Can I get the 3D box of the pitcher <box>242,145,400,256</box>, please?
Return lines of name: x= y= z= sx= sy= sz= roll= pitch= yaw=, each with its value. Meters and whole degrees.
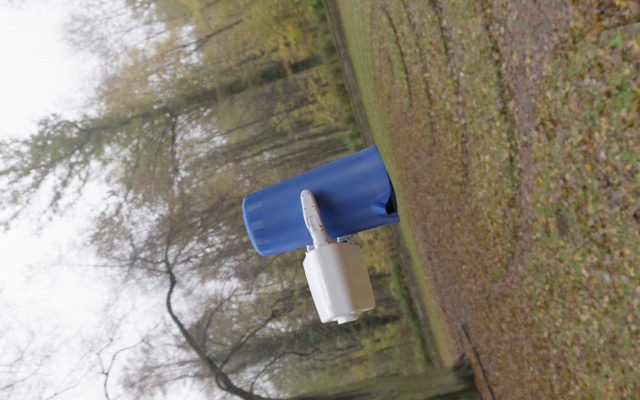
pitcher: x=0.000 y=0.003 z=0.798 sx=0.243 sy=0.145 sz=0.149 roll=-18 pitch=-16 yaw=4
